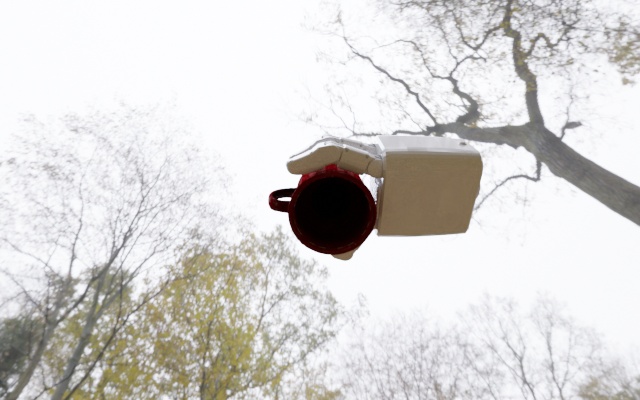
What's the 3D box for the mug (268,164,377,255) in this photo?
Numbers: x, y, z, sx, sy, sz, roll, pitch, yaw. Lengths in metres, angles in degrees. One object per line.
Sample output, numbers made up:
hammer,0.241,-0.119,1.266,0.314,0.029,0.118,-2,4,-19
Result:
mug,-0.001,0.002,0.534,0.117,0.093,0.081,1,19,-1
